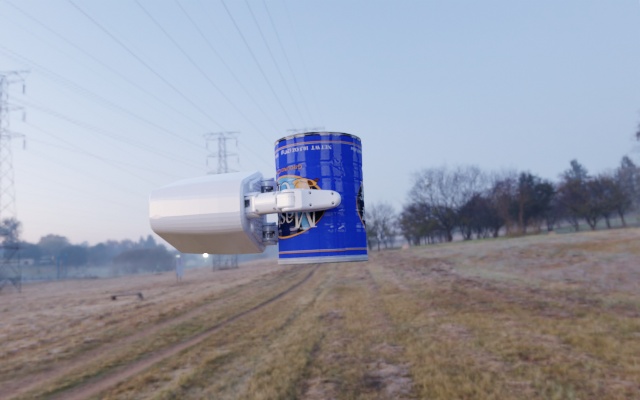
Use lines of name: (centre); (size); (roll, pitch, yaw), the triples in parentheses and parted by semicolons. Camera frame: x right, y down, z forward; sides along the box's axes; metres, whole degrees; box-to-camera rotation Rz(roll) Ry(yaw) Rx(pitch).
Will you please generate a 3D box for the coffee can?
coffee can: (0.000, 0.002, 0.550); (0.103, 0.140, 0.103); (-3, -7, 0)
